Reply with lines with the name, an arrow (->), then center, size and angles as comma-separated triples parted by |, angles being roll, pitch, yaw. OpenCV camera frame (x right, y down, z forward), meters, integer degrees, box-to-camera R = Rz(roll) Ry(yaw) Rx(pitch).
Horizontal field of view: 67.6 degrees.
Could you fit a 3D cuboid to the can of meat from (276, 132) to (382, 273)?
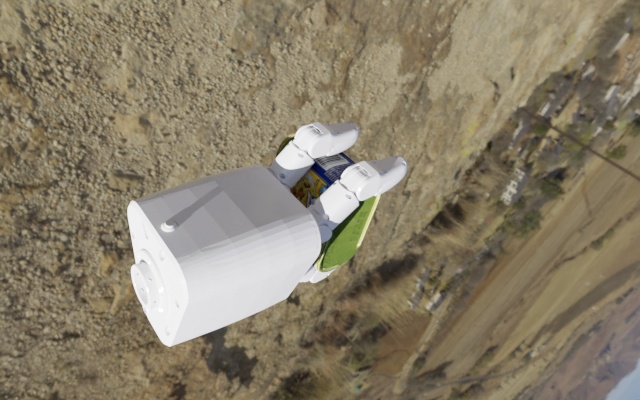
can of meat -> 0.000, 0.002, 0.430 | 0.057, 0.102, 0.084 | -15, 46, -38
